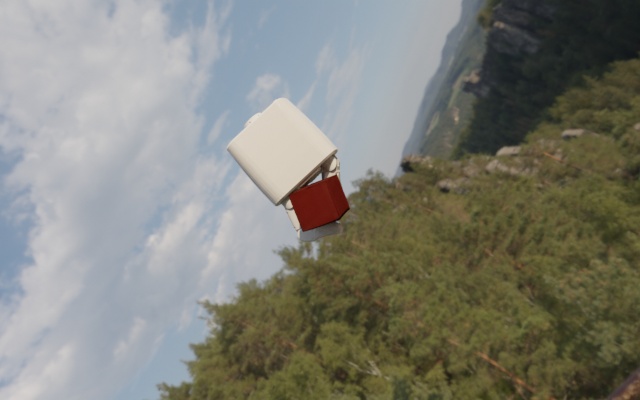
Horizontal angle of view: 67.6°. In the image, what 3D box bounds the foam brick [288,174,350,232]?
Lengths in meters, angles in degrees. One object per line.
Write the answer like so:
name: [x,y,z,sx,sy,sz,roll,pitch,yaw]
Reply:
foam brick: [0.000,0.002,0.614,0.053,0.051,0.078,-20,4,14]
